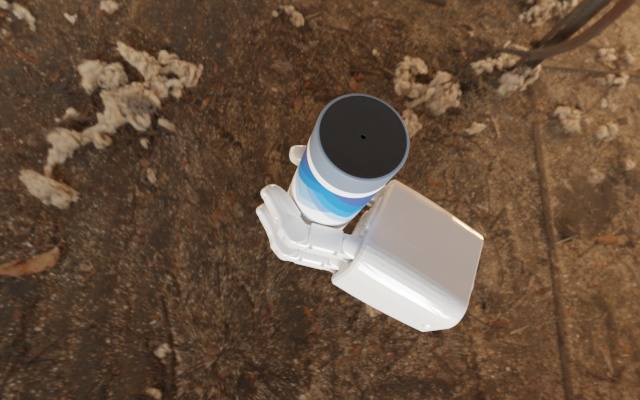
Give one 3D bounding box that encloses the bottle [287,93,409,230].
[{"bbox_3d":[0.000,0.001,0.460,0.069,0.069,0.296,0,-18,-12],"label":"bottle"}]
